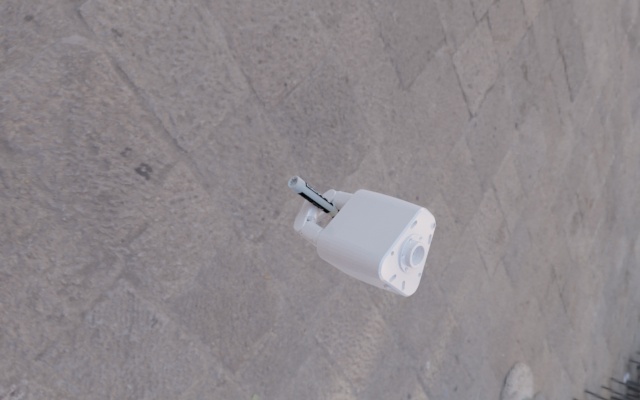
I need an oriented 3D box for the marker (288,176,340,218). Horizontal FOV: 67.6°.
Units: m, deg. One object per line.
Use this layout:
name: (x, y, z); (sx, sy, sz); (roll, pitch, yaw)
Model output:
marker: (0.000, 0.002, 0.657); (0.020, 0.020, 0.121); (0, -26, 41)
